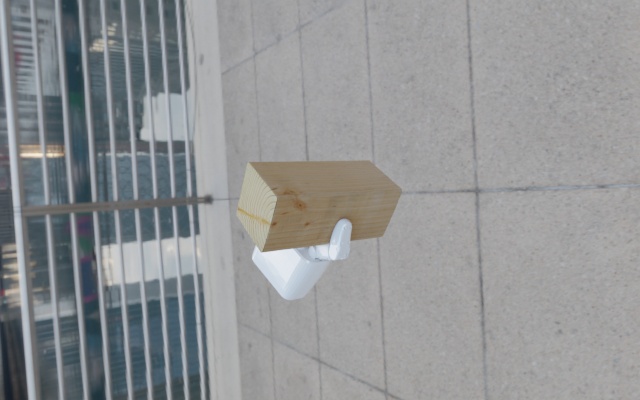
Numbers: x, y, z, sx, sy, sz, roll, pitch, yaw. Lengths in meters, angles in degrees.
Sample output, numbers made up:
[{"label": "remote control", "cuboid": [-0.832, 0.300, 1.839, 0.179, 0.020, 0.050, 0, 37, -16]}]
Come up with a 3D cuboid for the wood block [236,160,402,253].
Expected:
[{"label": "wood block", "cuboid": [0.000, 0.003, 0.676, 0.206, 0.090, 0.090, -4, 37, -34]}]
